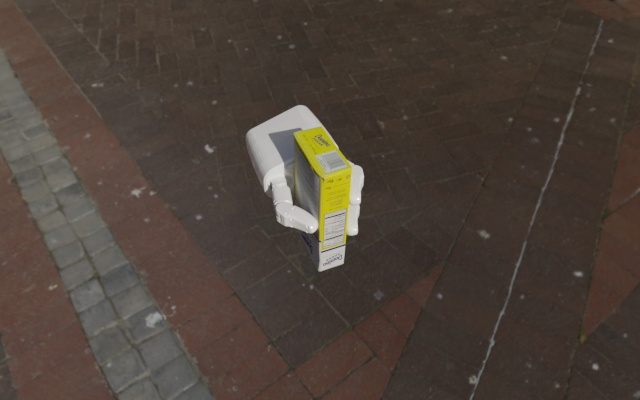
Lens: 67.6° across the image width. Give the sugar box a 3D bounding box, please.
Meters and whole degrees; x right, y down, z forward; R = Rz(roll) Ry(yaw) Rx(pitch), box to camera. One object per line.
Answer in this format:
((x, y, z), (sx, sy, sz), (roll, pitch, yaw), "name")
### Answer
((0.001, 0.002, 0.630), (0.048, 0.176, 0.093), (-17, 48, -15), "sugar box")
